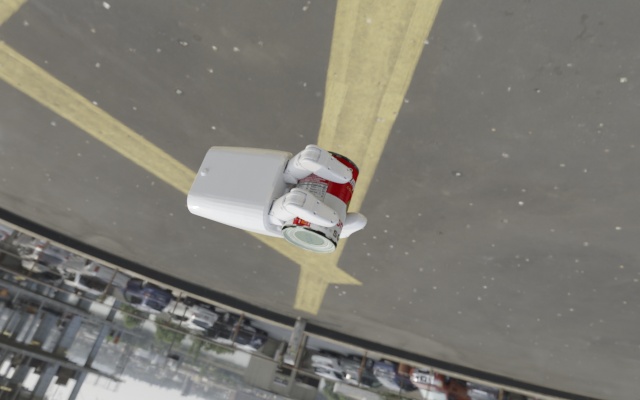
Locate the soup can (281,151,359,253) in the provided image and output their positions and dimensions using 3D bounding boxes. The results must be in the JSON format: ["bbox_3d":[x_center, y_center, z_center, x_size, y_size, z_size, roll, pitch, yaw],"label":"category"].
[{"bbox_3d":[0.000,0.002,0.559,0.068,0.102,0.068,15,-24,7],"label":"soup can"}]
